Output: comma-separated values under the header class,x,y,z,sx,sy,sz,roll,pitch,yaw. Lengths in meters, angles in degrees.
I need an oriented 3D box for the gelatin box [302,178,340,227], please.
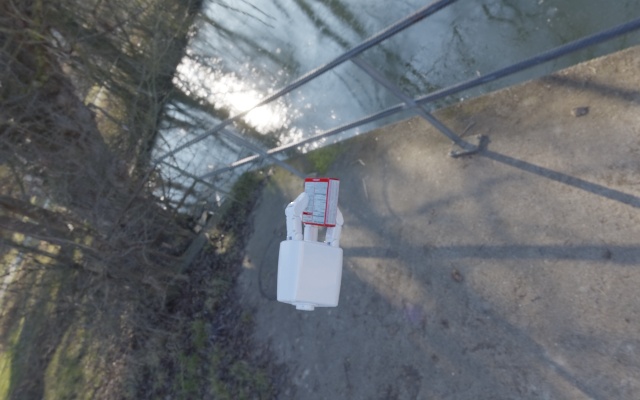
class,x,y,z,sx,sy,sz,roll,pitch,yaw
gelatin box,0.000,0.003,0.884,0.030,0.089,0.073,5,-1,-37
